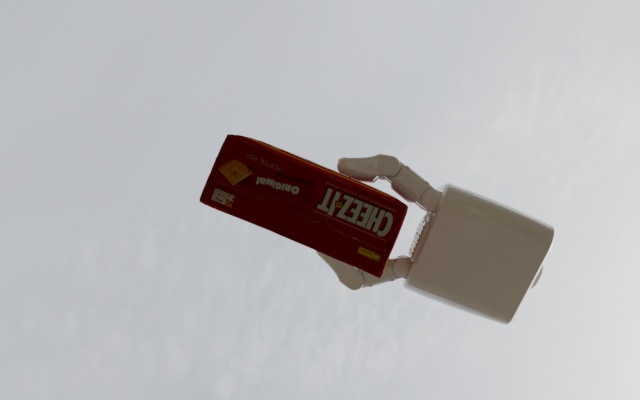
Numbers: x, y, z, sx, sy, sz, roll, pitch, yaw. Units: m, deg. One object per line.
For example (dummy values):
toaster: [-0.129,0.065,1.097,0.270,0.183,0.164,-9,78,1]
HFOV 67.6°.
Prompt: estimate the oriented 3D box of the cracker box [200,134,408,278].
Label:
cracker box: [0.000,0.002,0.487,0.164,0.072,0.213,22,2,8]
